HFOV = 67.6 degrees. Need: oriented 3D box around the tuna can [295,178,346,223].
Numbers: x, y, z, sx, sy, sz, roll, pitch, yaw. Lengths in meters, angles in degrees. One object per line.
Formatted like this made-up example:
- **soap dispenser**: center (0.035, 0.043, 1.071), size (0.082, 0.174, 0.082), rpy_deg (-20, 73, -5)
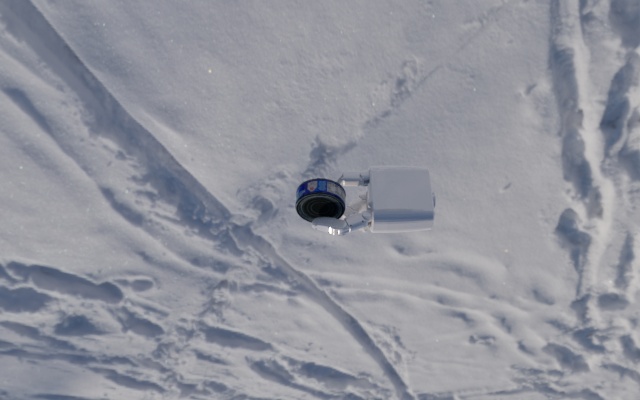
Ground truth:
- **tuna can**: center (0.000, 0.003, 0.808), size (0.086, 0.033, 0.086), rpy_deg (2, -39, 1)
